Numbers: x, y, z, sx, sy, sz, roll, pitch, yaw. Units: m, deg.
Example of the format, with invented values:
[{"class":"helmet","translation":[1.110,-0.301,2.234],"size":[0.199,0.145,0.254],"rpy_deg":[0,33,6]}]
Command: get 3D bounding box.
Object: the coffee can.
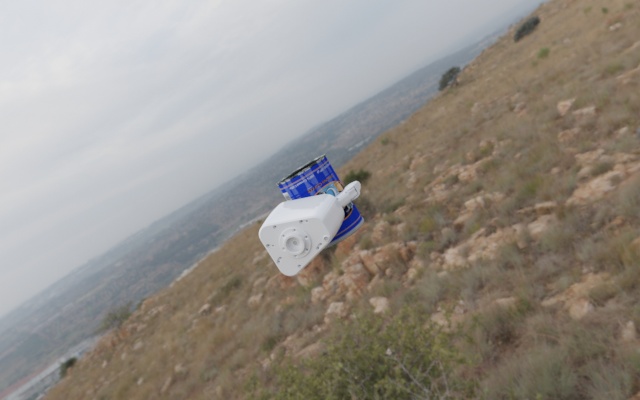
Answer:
[{"class":"coffee can","translation":[0.000,0.003,0.862],"size":[0.103,0.140,0.103],"rpy_deg":[-30,9,5]}]
